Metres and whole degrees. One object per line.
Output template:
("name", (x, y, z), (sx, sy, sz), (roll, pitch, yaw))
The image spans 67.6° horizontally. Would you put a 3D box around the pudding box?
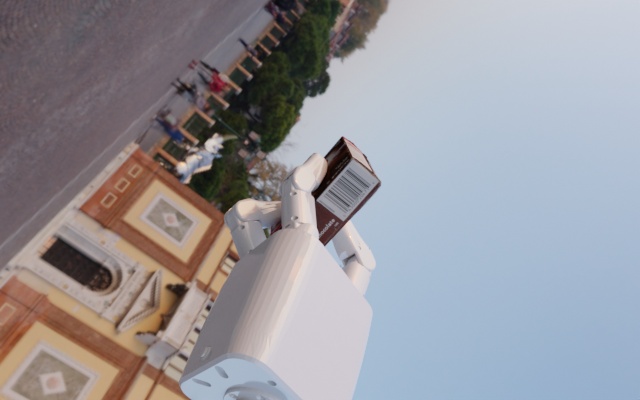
("pudding box", (0.000, 0.002, 0.437), (0.039, 0.113, 0.090), (40, 12, -16))
